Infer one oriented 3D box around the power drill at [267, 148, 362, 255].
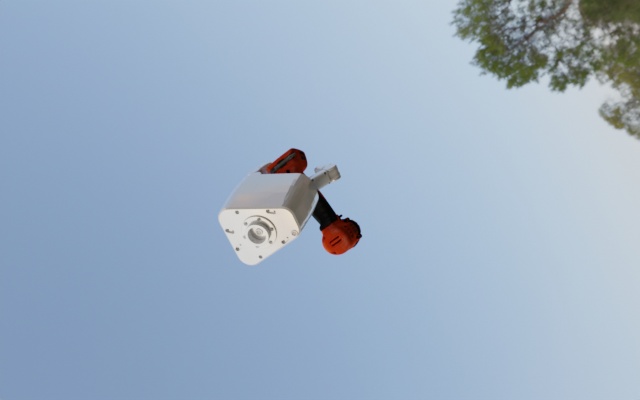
[{"bbox_3d":[0.000,0.002,0.797,0.057,0.187,0.184,-39,-5,8],"label":"power drill"}]
